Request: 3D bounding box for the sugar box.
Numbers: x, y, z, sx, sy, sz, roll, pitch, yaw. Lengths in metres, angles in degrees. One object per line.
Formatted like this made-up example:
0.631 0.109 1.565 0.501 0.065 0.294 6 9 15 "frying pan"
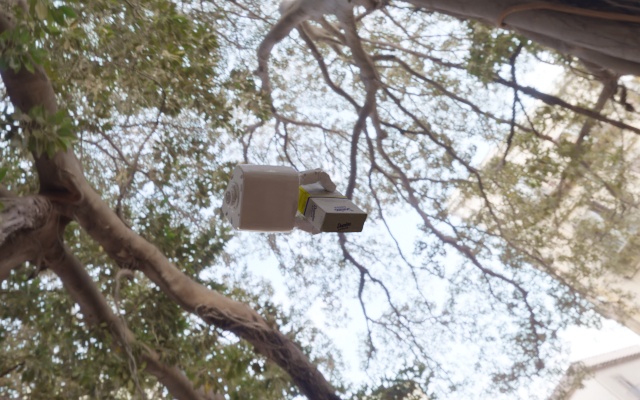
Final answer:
0.000 0.003 0.893 0.093 0.048 0.176 3 26 -33 "sugar box"
